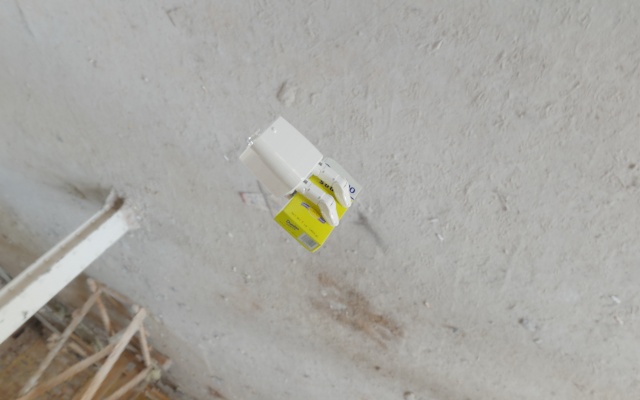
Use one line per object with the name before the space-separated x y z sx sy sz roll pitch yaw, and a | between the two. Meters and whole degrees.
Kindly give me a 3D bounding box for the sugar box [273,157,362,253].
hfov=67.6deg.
sugar box | 0.000 0.003 0.876 0.048 0.093 0.176 -39 11 50
